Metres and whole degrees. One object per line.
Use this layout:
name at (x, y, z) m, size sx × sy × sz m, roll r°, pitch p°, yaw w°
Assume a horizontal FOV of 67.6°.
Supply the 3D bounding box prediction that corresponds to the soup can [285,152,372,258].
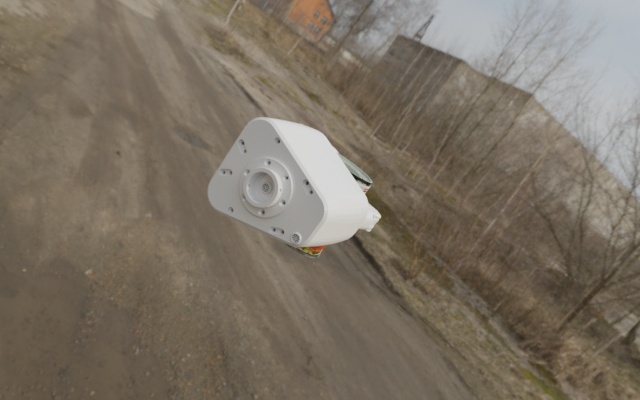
soup can at (0.001, 0.002, 0.518) m, size 0.068 × 0.102 × 0.068 m, roll 34°, pitch 13°, yaw -9°
